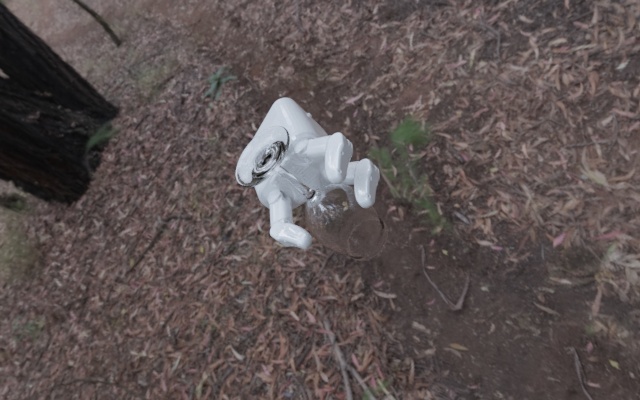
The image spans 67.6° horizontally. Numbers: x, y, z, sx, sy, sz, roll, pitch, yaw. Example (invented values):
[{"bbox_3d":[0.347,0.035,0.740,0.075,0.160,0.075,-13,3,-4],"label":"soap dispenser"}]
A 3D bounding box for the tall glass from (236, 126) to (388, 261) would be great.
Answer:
[{"bbox_3d":[0.000,0.002,0.551,0.079,0.079,0.201,0,-29,44],"label":"tall glass"}]
